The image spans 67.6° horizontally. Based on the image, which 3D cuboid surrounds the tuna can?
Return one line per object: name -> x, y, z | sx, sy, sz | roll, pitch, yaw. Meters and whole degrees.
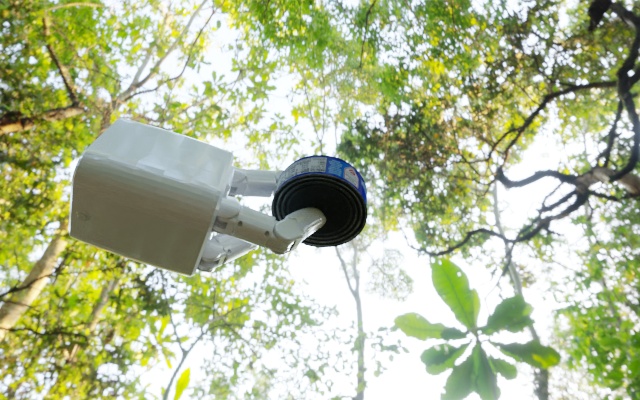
tuna can -> 0.000, 0.001, 0.435 | 0.086, 0.086, 0.033 | 0, 40, 7
